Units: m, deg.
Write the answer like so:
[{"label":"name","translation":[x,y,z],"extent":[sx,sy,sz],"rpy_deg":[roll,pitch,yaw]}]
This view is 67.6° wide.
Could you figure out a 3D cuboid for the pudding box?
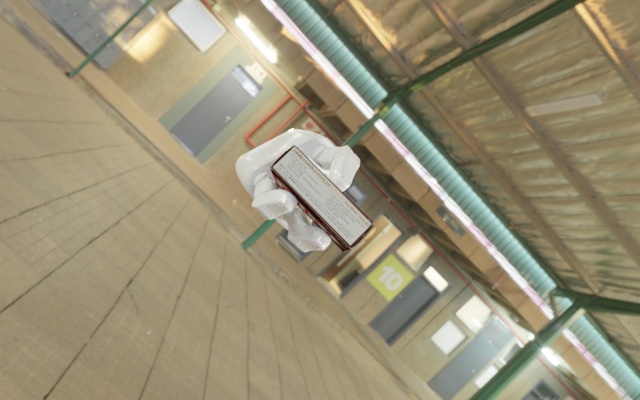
[{"label":"pudding box","translation":[0.000,0.001,0.491],"extent":[0.113,0.039,0.090],"rpy_deg":[43,-6,4]}]
